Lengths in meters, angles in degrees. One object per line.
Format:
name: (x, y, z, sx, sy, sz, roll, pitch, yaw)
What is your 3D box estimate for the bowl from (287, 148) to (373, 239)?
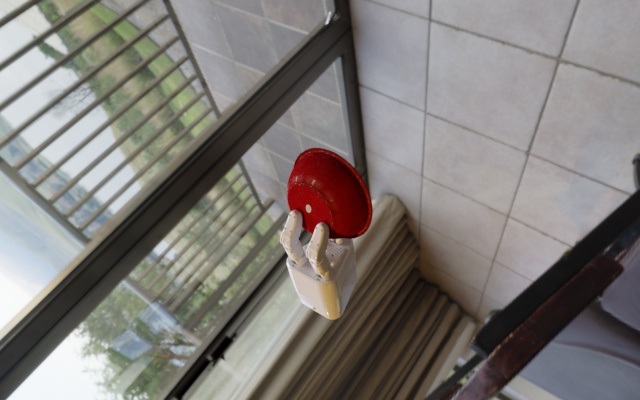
bowl: (0.000, 0.001, 0.739, 0.162, 0.162, 0.055, 0, 27, 46)
